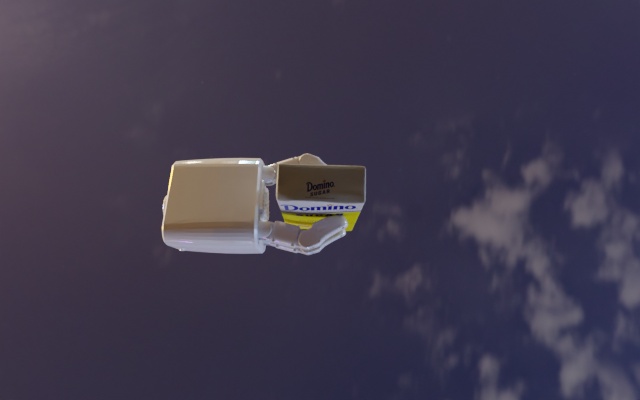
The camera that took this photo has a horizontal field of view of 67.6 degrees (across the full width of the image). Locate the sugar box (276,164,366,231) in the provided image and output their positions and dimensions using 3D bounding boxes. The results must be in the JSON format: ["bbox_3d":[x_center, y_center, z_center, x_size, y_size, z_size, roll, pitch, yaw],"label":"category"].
[{"bbox_3d":[0.000,0.002,0.569,0.093,0.048,0.176,2,-10,1],"label":"sugar box"}]
